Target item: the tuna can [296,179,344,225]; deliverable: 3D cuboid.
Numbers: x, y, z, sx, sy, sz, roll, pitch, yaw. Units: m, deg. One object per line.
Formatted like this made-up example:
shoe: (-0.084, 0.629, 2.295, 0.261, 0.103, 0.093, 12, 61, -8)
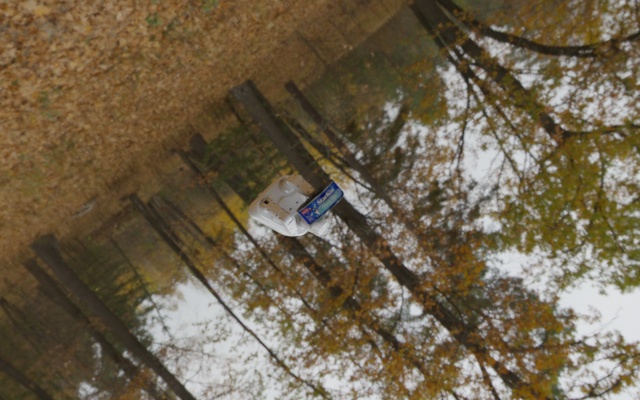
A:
tuna can: (0.001, 0.003, 0.837, 0.086, 0.034, 0.086, -41, 6, 5)
